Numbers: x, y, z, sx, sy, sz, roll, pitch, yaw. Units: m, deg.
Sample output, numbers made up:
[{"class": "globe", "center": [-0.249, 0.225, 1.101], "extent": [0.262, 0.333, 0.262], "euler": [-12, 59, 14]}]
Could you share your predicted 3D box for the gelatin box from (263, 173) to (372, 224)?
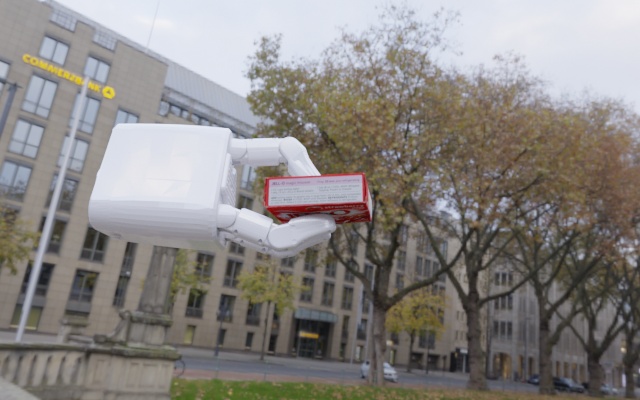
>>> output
[{"class": "gelatin box", "center": [0.000, 0.001, 0.433], "extent": [0.089, 0.030, 0.073], "euler": [-3, -15, 9]}]
